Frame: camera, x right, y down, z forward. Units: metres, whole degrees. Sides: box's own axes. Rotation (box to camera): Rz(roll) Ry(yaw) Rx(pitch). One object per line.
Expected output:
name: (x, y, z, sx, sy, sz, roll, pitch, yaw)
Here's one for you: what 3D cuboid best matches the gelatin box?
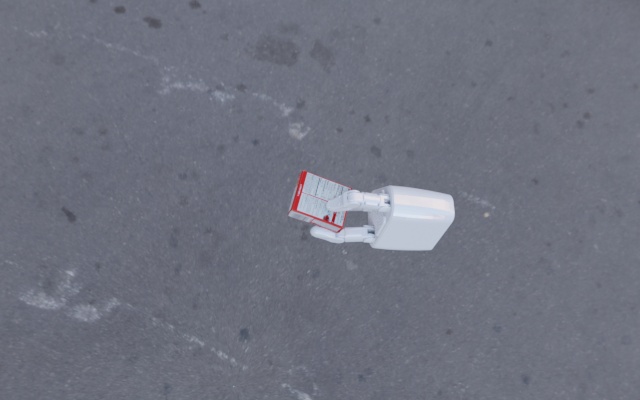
gelatin box: (0.000, 0.002, 0.757, 0.089, 0.073, 0.030, 20, -25, -12)
